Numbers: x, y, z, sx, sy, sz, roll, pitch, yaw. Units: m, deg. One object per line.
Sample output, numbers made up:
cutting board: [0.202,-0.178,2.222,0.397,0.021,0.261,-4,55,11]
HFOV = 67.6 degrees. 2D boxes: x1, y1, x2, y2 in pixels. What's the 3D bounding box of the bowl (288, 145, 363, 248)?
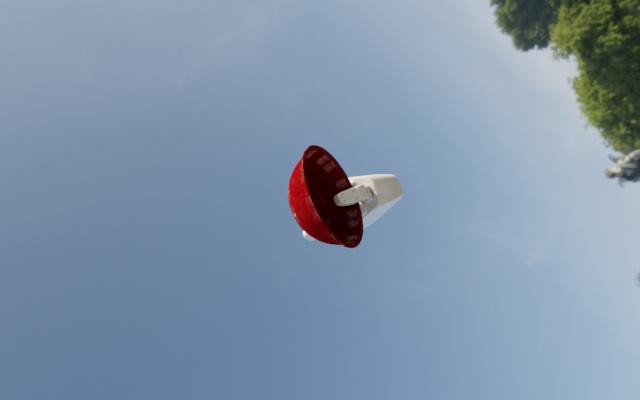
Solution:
bowl: [-0.001,0.002,0.704,0.055,0.162,0.162,-24,-10,24]
